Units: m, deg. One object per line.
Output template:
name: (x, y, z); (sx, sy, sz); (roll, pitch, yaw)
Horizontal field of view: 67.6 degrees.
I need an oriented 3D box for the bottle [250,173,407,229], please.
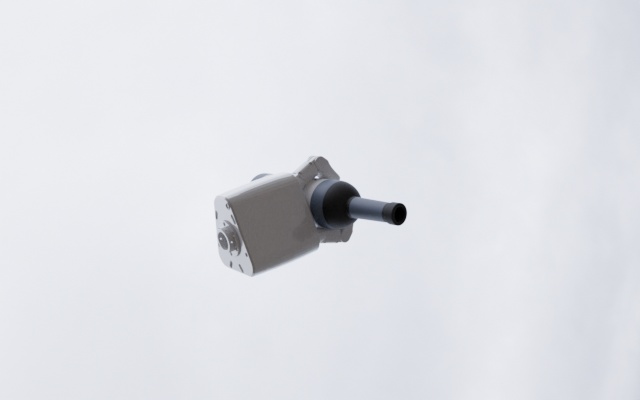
bottle: (0.000, 0.002, 0.672); (0.069, 0.069, 0.295); (0, 5, -39)
